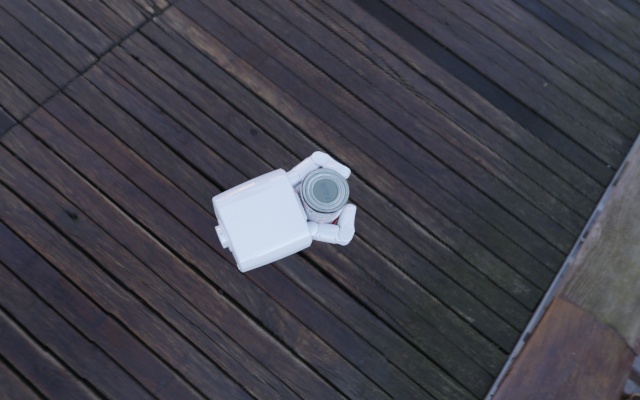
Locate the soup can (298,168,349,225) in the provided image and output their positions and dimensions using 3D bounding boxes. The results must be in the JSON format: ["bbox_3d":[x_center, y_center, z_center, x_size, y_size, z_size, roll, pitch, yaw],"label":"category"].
[{"bbox_3d":[0.001,0.002,0.691,0.068,0.068,0.102,0,-19,-8],"label":"soup can"}]
